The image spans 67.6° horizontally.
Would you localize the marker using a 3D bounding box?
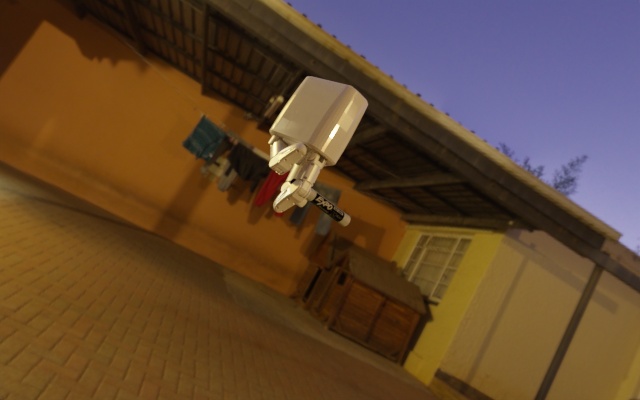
[{"bbox_3d":[0.000,0.002,0.703,0.020,0.020,0.121,0,-30,49],"label":"marker"}]
